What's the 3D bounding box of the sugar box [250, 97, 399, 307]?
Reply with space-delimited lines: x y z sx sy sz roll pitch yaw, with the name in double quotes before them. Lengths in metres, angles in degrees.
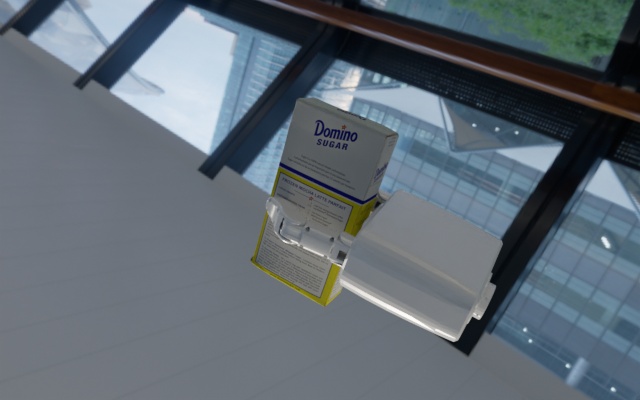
"sugar box" 0.000 0.002 0.454 0.093 0.176 0.048 27 20 19
